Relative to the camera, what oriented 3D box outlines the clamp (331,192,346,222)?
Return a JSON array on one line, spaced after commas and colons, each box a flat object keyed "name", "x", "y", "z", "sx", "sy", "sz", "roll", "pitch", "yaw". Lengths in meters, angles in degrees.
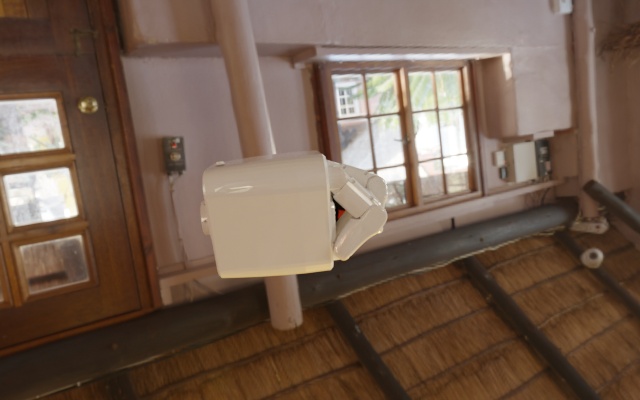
[{"name": "clamp", "x": 0.000, "y": 0.002, "z": 0.550, "sx": 0.120, "sy": 0.039, "sz": 0.171, "roll": -3, "pitch": 6, "yaw": -5}]
